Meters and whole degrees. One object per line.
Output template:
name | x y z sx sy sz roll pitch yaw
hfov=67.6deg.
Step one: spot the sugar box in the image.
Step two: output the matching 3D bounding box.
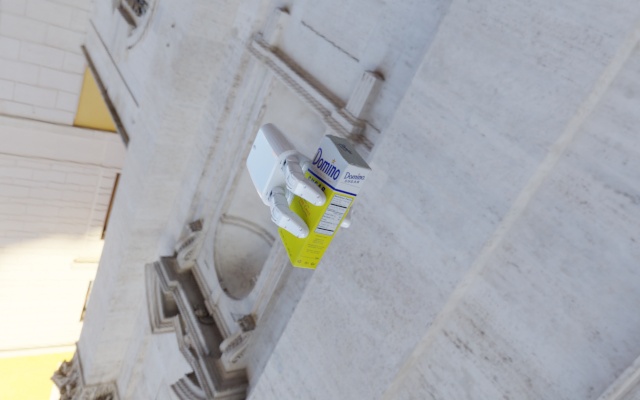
sugar box | 0.000 0.002 0.685 0.048 0.176 0.093 11 27 -29
